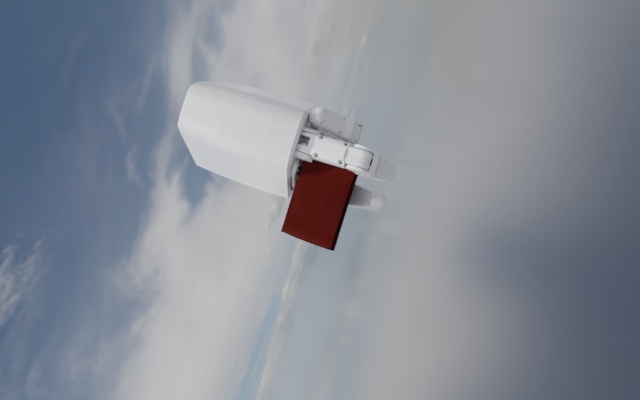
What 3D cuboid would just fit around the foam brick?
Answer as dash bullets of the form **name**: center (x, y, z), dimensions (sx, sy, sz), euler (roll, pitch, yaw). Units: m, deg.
- **foam brick**: center (0.000, 0.002, 0.452), dimensions (0.051, 0.078, 0.053), euler (17, -1, 2)
